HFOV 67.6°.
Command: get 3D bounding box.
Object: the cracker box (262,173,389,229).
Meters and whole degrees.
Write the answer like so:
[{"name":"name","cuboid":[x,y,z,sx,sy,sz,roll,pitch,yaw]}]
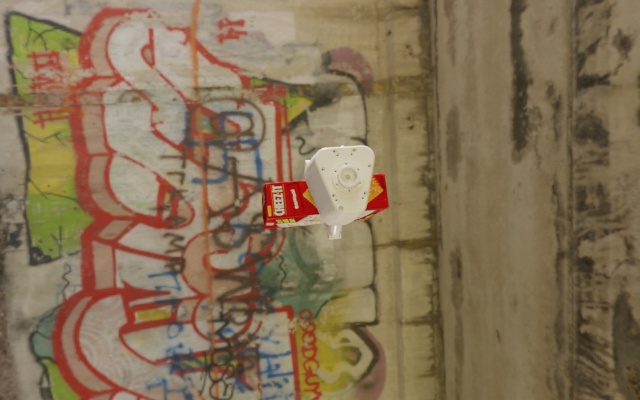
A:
[{"name":"cracker box","cuboid":[0.000,0.003,0.890,0.214,0.072,0.164,-4,-9,-9]}]
